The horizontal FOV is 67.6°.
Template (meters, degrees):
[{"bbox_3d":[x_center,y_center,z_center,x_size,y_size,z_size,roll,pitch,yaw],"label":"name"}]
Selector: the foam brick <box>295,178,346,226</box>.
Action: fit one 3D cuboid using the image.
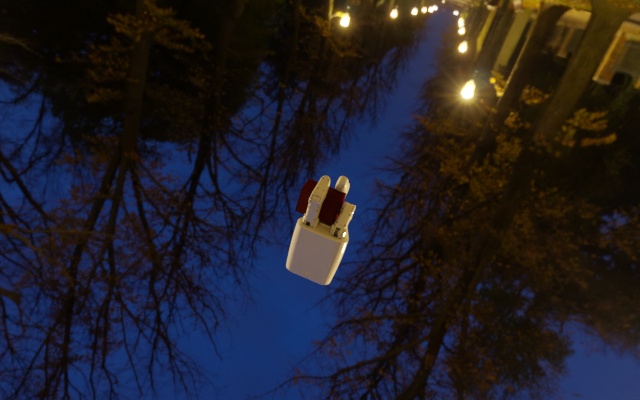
[{"bbox_3d":[0.000,0.003,0.888,0.078,0.051,0.053,22,26,8],"label":"foam brick"}]
